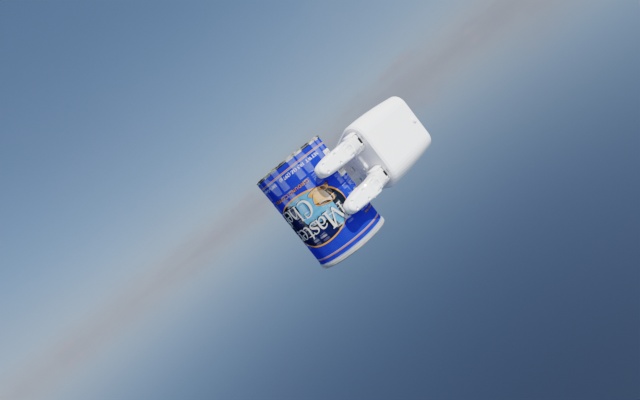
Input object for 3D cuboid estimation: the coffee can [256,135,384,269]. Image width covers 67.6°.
[{"bbox_3d":[0.000,0.002,0.621,0.103,0.140,0.103,-38,4,3],"label":"coffee can"}]
